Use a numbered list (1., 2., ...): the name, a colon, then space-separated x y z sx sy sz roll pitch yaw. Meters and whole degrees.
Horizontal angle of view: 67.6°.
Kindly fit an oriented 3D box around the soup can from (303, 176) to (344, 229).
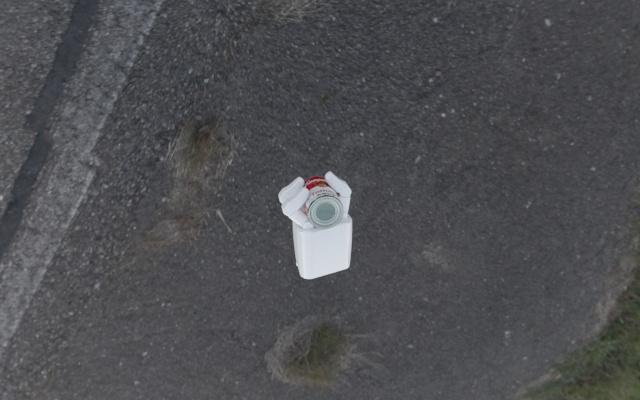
1. soup can: 0.000 0.003 0.893 0.068 0.068 0.102 0 23 -11
